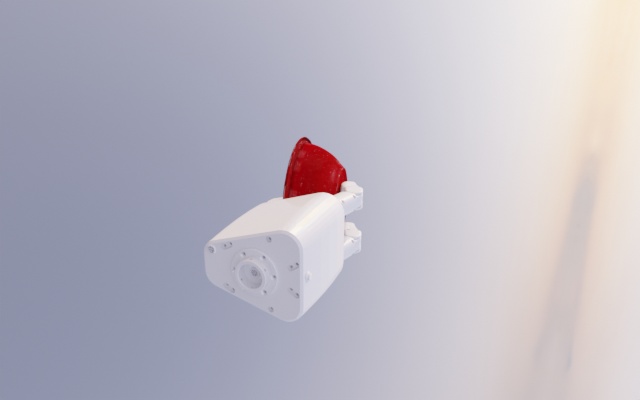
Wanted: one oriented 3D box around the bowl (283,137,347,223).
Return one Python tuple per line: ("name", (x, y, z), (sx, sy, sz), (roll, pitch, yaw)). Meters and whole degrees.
("bowl", (0.001, 0.001, 0.605), (0.055, 0.162, 0.162), (4, 1, 12))
